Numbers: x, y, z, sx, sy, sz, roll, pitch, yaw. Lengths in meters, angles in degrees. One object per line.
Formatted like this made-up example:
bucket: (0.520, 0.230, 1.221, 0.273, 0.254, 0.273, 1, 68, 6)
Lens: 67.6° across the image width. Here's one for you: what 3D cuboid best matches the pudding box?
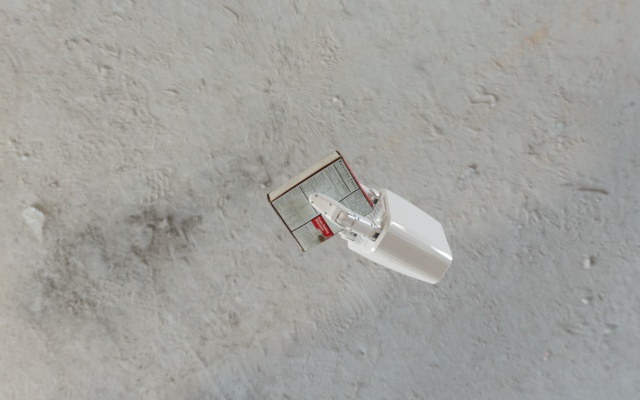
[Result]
pudding box: (0.000, 0.002, 0.627, 0.113, 0.090, 0.039, -33, 19, 0)
